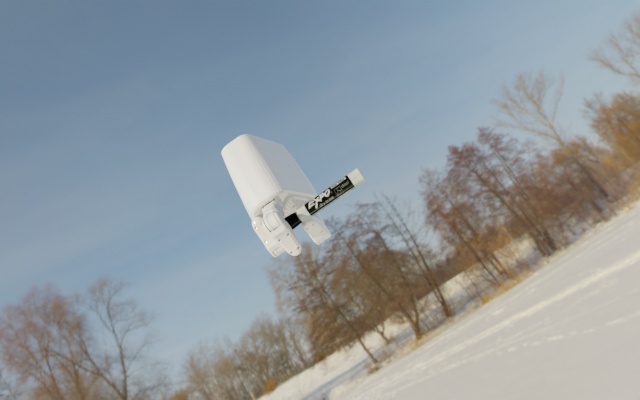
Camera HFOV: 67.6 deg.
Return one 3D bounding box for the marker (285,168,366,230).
[{"bbox_3d":[0.000,0.002,0.583,0.121,0.020,0.020,-34,-4,5],"label":"marker"}]
